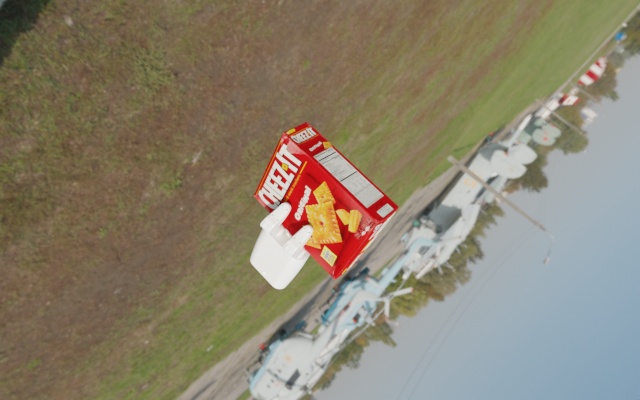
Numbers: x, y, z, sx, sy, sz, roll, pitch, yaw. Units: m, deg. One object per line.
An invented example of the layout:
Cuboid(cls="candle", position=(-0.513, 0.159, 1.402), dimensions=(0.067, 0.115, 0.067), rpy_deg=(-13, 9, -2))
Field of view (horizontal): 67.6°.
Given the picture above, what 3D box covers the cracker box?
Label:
Cuboid(cls="cracker box", position=(0.000, 0.003, 0.801), dimensions=(0.072, 0.213, 0.164), rpy_deg=(-33, -19, -45))
